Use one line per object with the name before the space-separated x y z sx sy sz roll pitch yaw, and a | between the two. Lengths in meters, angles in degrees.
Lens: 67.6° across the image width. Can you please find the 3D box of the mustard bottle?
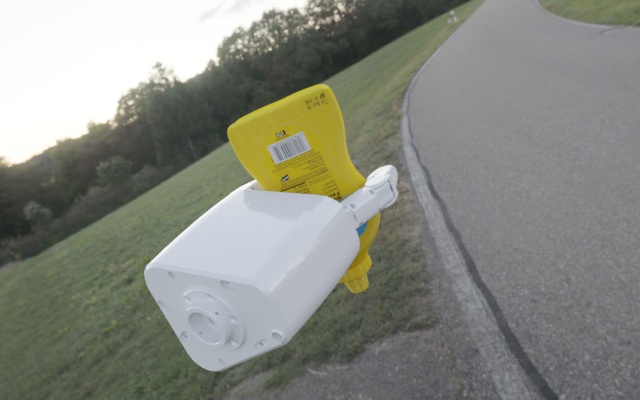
mustard bottle | 0.000 0.001 0.431 0.096 0.192 0.058 -21 17 11
